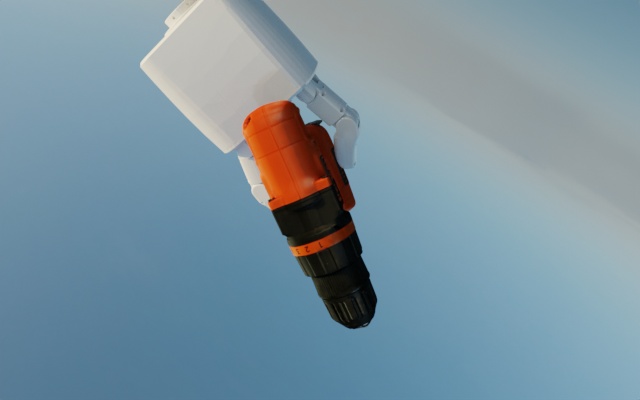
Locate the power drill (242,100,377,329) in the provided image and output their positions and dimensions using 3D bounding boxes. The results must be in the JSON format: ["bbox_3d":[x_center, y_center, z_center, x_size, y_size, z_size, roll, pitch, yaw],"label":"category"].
[{"bbox_3d":[0.000,0.001,0.427,0.057,0.184,0.187,-21,9,5],"label":"power drill"}]
